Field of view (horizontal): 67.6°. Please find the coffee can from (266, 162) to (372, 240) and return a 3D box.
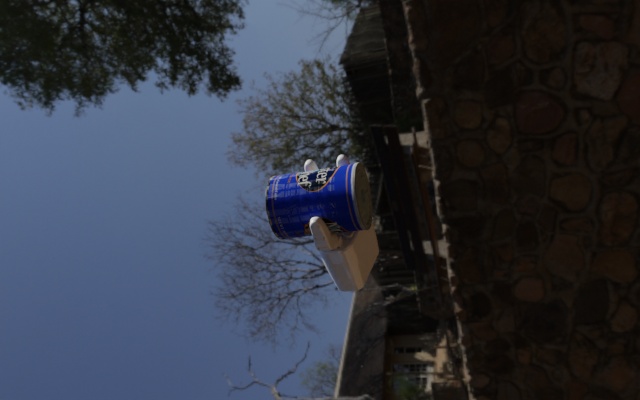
[{"bbox_3d":[0.000,0.002,0.736,0.140,0.103,0.103,-8,-2,17],"label":"coffee can"}]
